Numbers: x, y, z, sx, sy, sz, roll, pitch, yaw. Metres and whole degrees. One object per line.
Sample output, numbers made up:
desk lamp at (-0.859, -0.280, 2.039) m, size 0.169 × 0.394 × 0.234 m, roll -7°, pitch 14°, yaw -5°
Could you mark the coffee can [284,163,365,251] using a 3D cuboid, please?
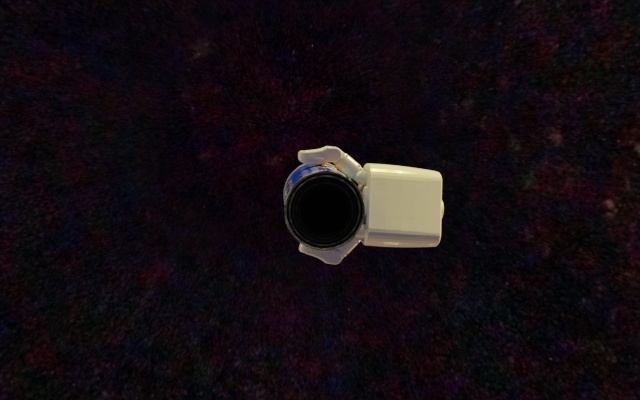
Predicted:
coffee can at (0.000, 0.002, 0.666) m, size 0.103 × 0.103 × 0.140 m, roll 0°, pitch 10°, yaw -5°
